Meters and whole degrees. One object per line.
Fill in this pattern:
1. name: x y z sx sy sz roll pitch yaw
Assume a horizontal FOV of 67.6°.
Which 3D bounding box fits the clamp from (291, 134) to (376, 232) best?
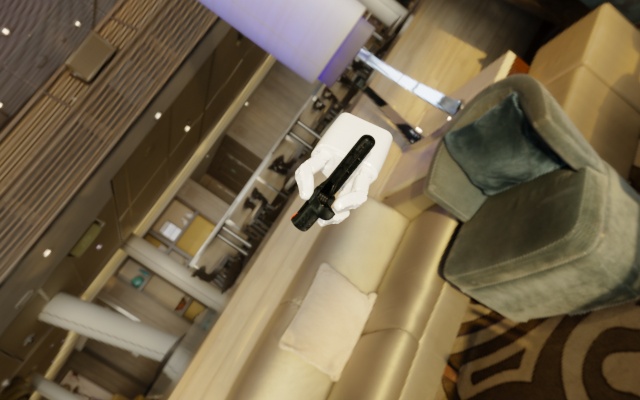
1. clamp: -0.001 0.002 0.743 0.036 0.164 0.210 37 -41 -7
